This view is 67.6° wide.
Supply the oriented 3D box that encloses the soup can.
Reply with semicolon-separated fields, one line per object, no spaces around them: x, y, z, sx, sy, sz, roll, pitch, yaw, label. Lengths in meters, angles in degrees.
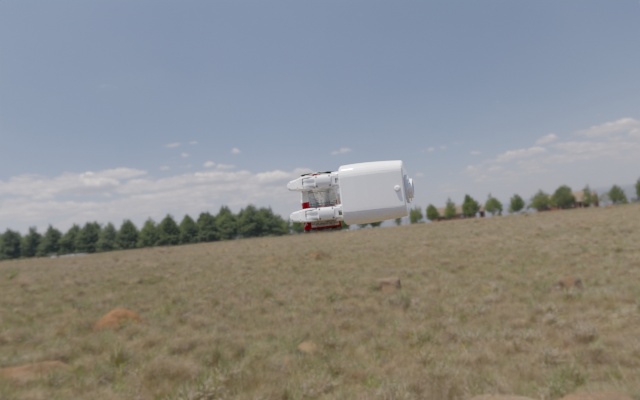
0.000;0.003;0.851;0.068;0.102;0.068;-6;-3;0;soup can
